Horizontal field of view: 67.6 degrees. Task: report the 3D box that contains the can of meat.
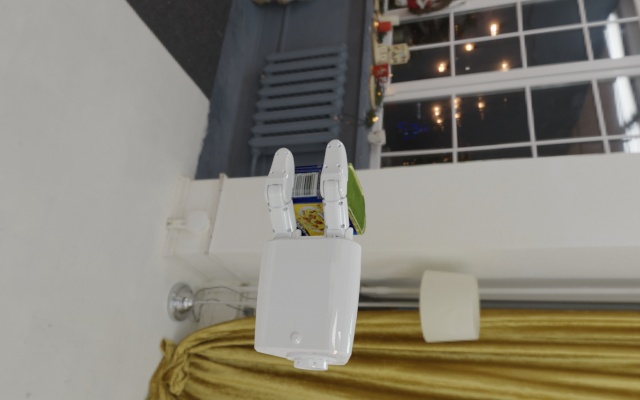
[{"bbox_3d":[0.000,0.002,0.526,0.084,0.057,0.102,-3,-28,17],"label":"can of meat"}]
